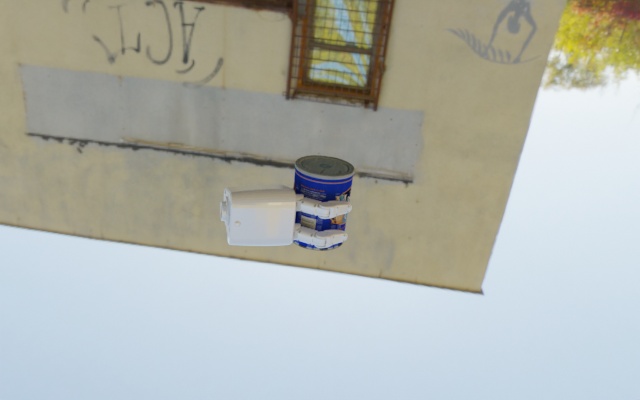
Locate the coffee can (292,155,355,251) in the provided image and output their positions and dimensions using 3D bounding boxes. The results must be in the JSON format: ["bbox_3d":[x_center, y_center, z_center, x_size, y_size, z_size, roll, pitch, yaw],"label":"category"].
[{"bbox_3d":[0.000,0.003,0.843,0.103,0.140,0.102,6,24,-3],"label":"coffee can"}]
